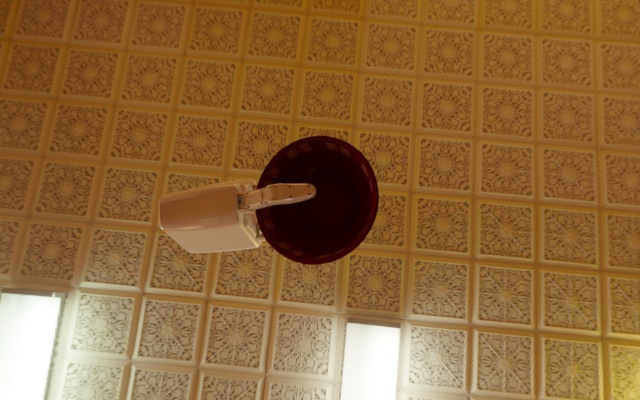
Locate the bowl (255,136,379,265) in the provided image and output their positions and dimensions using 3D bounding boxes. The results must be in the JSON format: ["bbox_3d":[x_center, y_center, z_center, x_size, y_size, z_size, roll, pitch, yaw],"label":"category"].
[{"bbox_3d":[0.001,0.002,0.611,0.162,0.162,0.055,0,-9,19],"label":"bowl"}]
